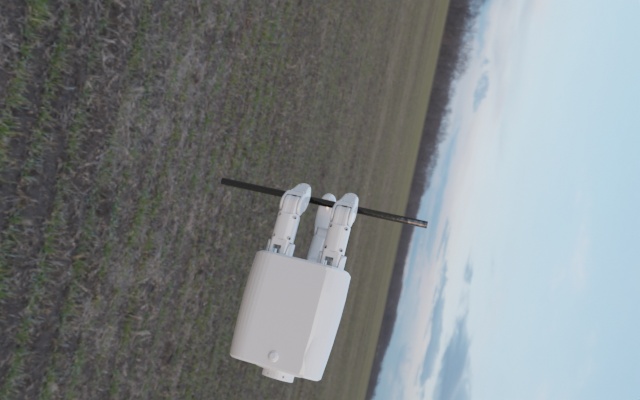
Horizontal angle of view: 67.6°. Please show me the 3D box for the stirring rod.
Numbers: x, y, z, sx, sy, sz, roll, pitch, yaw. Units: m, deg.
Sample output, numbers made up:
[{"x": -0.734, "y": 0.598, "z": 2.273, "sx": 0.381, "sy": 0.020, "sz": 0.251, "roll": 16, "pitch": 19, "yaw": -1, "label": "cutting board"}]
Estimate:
[{"x": 0.000, "y": 0.002, "z": 0.539, "sx": 0.239, "sy": 0.011, "sz": 0.011, "roll": 12, "pitch": 2, "yaw": 11, "label": "stirring rod"}]
